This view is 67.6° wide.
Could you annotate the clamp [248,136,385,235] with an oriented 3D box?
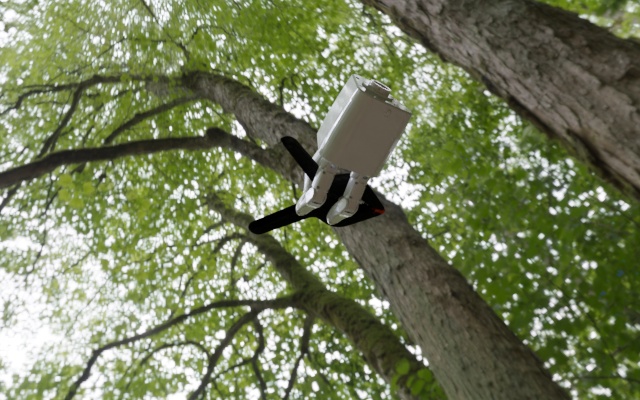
[{"bbox_3d":[0.000,0.002,0.732,0.210,0.165,0.036,17,28,-28],"label":"clamp"}]
